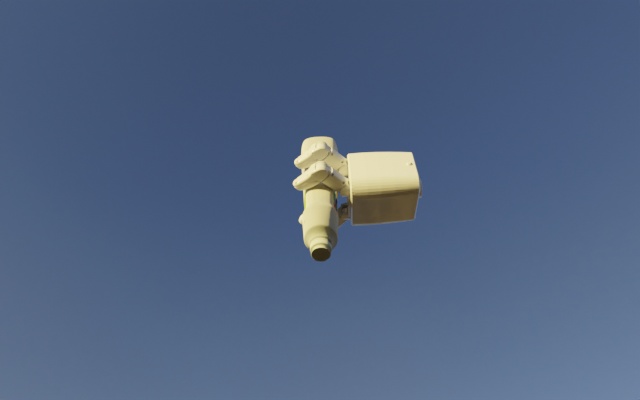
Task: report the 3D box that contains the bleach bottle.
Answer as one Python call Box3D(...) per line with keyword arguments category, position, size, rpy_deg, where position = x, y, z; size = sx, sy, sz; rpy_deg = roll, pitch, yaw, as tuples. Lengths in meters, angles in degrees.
Box3D(category="bleach bottle", position=(0.000, 0.002, 0.769), size=(0.068, 0.103, 0.250), rpy_deg=(-3, 40, 2))
